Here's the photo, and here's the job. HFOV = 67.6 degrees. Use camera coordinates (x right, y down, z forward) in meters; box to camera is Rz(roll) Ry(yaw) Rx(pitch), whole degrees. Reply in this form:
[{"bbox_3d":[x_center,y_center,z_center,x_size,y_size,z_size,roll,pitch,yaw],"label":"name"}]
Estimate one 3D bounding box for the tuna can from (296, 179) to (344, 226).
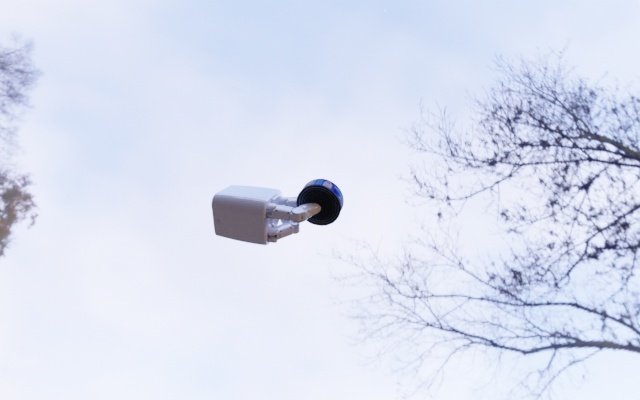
[{"bbox_3d":[0.000,0.003,0.899,0.086,0.086,0.033,0,27,17],"label":"tuna can"}]
